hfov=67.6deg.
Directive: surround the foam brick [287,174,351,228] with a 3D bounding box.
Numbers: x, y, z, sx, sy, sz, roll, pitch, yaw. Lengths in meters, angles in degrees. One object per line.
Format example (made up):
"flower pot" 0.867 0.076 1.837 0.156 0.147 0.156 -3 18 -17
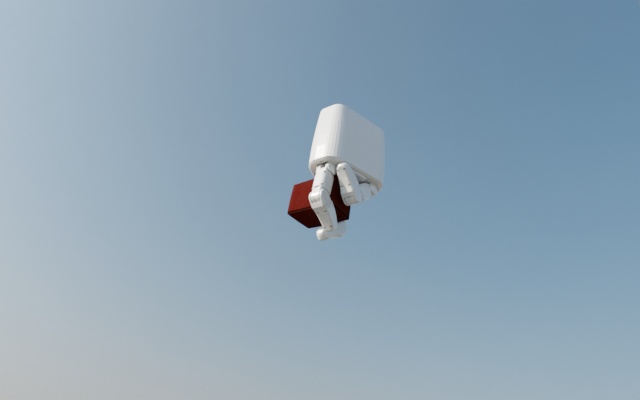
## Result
"foam brick" 0.000 0.002 0.705 0.078 0.051 0.053 -14 -37 33
